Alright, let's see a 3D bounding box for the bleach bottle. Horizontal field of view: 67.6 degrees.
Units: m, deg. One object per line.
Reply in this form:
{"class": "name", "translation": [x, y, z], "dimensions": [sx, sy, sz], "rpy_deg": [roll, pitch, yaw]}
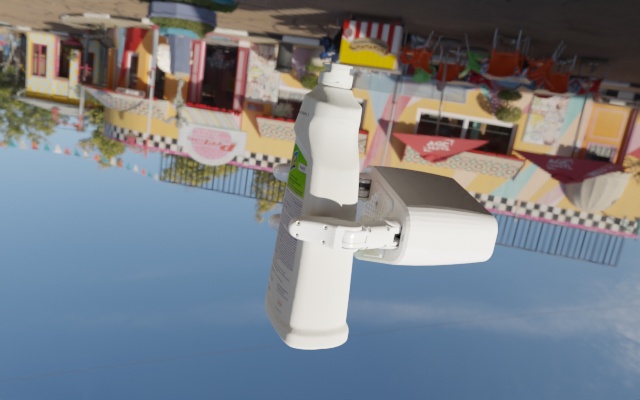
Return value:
{"class": "bleach bottle", "translation": [0.000, 0.001, 0.448], "dimensions": [0.068, 0.251, 0.102], "rpy_deg": [3, 13, -24]}
